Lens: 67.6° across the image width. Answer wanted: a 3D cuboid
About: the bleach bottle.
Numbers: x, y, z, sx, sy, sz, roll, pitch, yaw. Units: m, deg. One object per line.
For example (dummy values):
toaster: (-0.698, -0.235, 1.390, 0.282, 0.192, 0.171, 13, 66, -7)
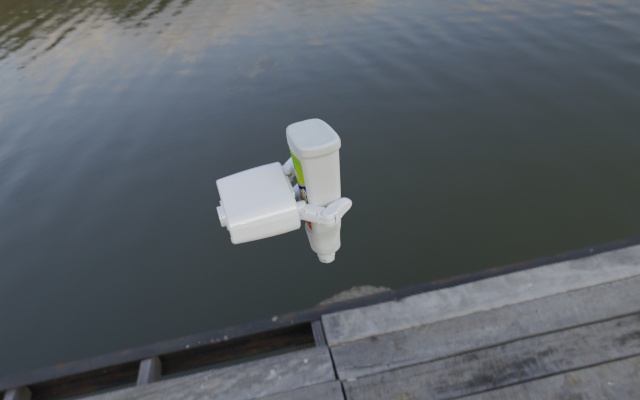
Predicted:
bleach bottle: (0.000, 0.002, 0.768, 0.068, 0.251, 0.102, -16, 35, -12)
